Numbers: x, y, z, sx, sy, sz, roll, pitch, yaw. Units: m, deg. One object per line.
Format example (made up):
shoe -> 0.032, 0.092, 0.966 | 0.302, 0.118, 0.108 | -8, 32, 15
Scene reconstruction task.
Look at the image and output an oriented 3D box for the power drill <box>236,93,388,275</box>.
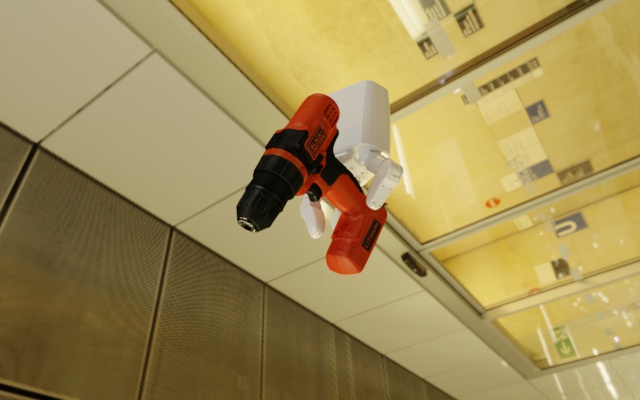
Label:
power drill -> 0.000, 0.002, 0.540 | 0.057, 0.184, 0.188 | 3, -39, 39
